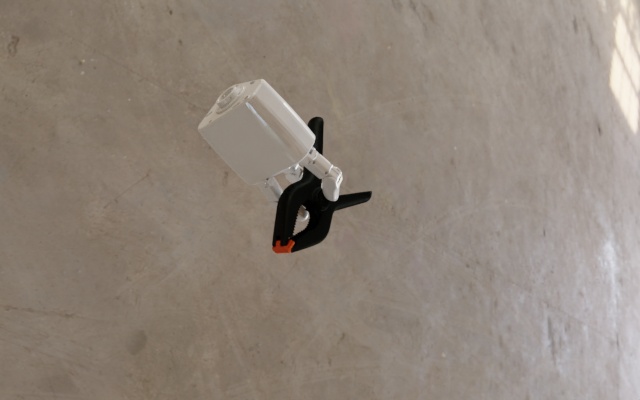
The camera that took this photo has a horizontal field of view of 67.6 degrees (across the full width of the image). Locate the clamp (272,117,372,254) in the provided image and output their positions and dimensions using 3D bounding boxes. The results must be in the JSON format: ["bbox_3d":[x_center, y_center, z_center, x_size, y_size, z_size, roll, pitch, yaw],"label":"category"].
[{"bbox_3d":[0.000,0.002,0.698,0.036,0.210,0.165,-10,-47,45],"label":"clamp"}]
